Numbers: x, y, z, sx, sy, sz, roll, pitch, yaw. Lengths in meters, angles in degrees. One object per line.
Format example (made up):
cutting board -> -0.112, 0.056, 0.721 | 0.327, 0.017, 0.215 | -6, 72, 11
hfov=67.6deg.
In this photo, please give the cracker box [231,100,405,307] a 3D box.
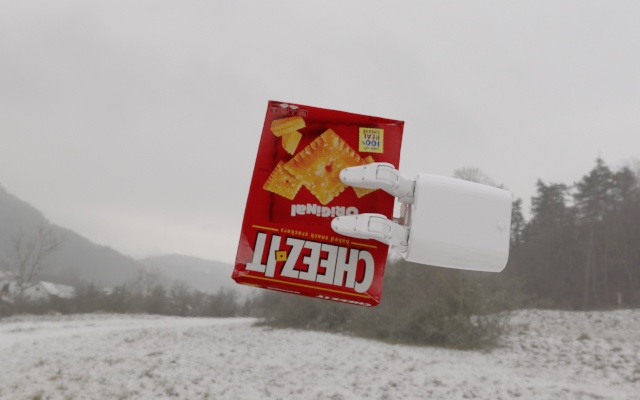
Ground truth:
cracker box -> 0.000, 0.002, 0.551 | 0.164, 0.213, 0.072 | 10, -14, 0
